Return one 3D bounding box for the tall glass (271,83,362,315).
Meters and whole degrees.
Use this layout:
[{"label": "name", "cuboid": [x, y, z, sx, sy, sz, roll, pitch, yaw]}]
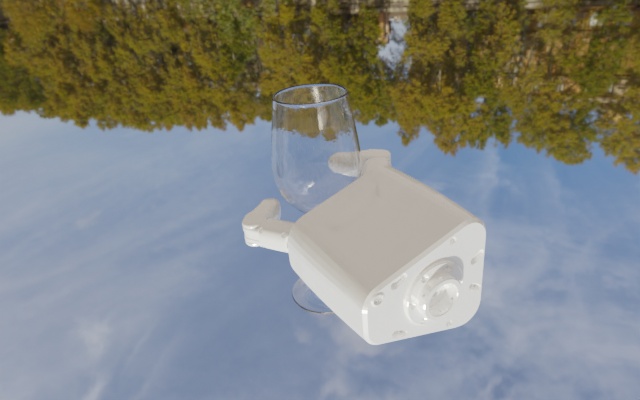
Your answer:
[{"label": "tall glass", "cuboid": [0.000, 0.002, 0.430, 0.079, 0.201, 0.079, -5, 27, 2]}]
